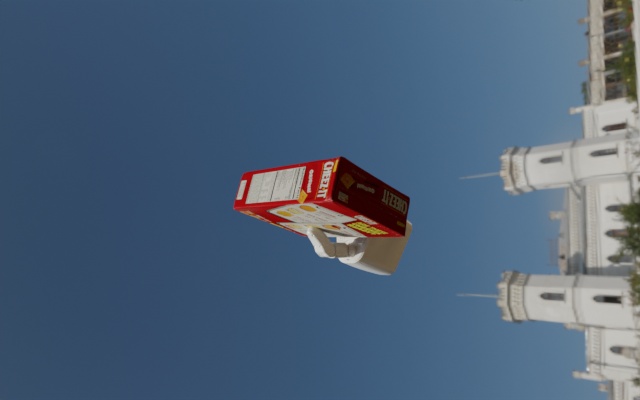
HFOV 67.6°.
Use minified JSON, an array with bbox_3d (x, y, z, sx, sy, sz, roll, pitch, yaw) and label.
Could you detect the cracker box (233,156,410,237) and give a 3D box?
[{"bbox_3d":[0.000,0.003,0.724,0.214,0.072,0.164,-5,-22,45],"label":"cracker box"}]
